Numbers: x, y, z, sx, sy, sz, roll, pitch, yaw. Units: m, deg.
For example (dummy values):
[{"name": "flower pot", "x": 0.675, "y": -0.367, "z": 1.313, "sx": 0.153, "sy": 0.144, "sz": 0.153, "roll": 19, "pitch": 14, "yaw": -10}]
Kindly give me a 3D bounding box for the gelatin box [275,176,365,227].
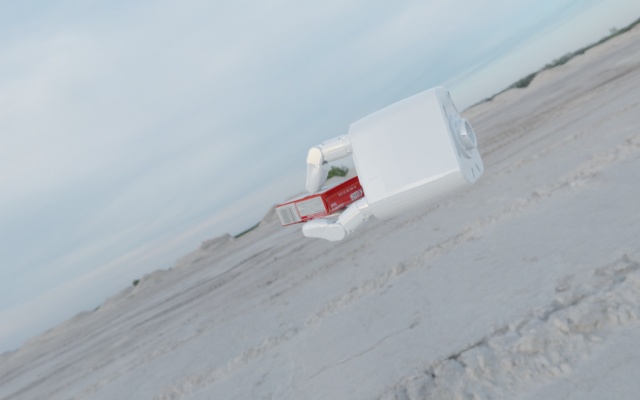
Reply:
[{"name": "gelatin box", "x": 0.000, "y": 0.002, "z": 0.596, "sx": 0.089, "sy": 0.030, "sz": 0.073, "roll": -15, "pitch": 8, "yaw": 44}]
